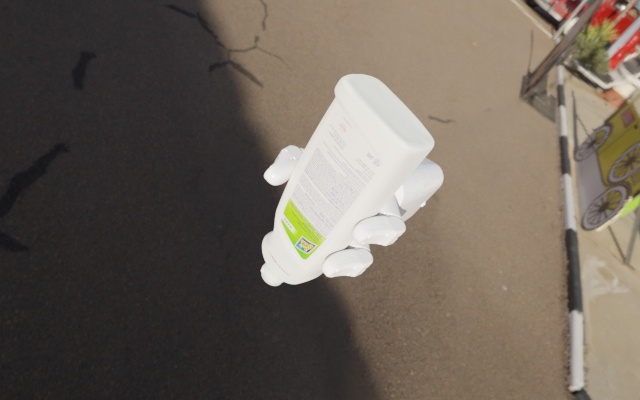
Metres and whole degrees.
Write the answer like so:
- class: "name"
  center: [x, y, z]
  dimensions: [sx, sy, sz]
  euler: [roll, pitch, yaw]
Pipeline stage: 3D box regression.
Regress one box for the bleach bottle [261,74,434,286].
- class: "bleach bottle"
  center: [0.000, 0.002, 0.489]
  dimensions: [0.068, 0.102, 0.251]
  euler: [-17, -28, -48]
